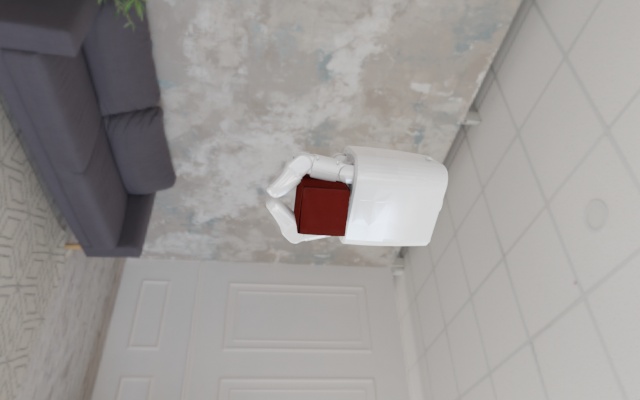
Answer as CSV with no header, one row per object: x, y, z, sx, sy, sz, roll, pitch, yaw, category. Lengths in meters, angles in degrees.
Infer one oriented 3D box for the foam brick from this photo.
0.000,0.002,0.525,0.051,0.053,0.078,5,16,-7,foam brick
